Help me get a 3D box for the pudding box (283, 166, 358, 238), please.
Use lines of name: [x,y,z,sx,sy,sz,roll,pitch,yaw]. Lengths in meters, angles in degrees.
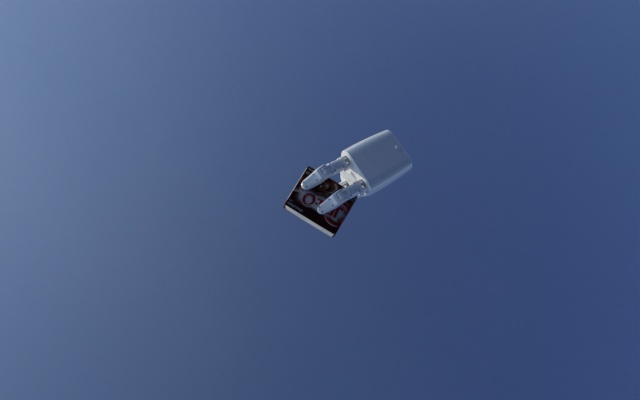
pudding box: [0.000,0.003,0.900,0.113,0.090,0.039,30,-18,3]
